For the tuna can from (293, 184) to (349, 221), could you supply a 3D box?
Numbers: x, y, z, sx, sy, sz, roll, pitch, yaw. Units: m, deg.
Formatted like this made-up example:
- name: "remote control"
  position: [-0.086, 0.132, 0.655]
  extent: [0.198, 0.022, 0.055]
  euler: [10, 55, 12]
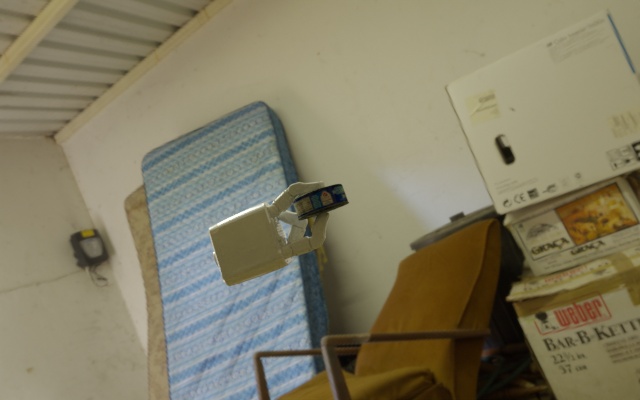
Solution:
- name: "tuna can"
  position: [0.000, 0.002, 0.766]
  extent: [0.086, 0.033, 0.086]
  euler: [-19, -5, -2]
